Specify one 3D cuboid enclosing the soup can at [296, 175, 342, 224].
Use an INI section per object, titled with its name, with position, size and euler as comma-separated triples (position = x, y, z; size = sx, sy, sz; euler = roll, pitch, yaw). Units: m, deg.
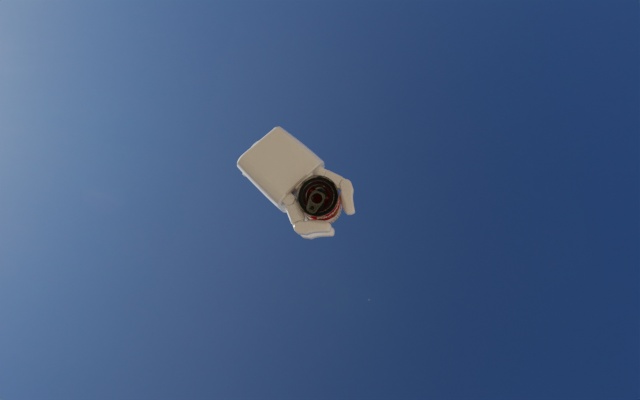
[soup can]
position = 0.001, 0.003, 0.805
size = 0.068, 0.068, 0.102
euler = 0, -12, 6
